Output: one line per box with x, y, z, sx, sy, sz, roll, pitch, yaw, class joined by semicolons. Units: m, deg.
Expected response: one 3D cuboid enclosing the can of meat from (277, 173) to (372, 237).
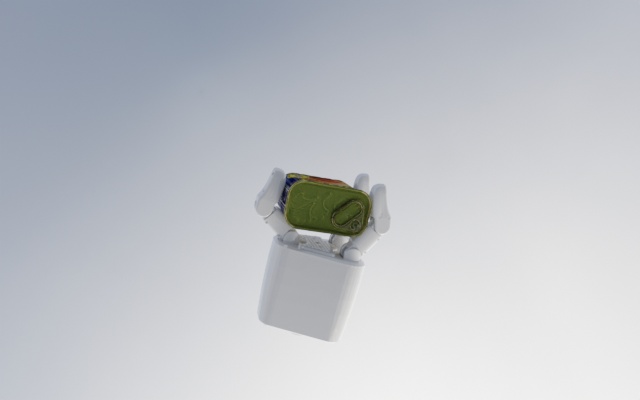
0.000;0.002;0.585;0.102;0.057;0.084;9;10;-16;can of meat
